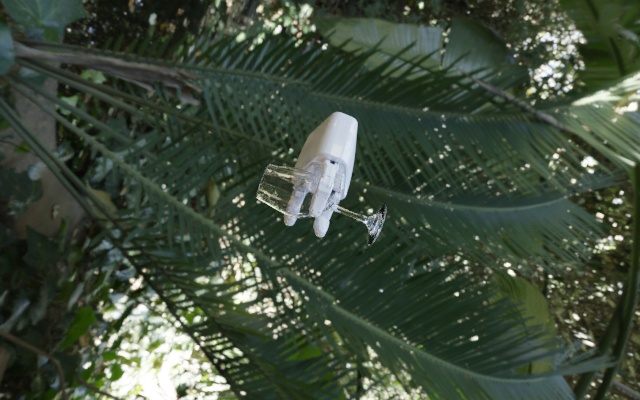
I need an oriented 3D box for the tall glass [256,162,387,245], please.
[{"bbox_3d":[0.001,0.003,0.769,0.201,0.079,0.079,21,-2,-6],"label":"tall glass"}]
